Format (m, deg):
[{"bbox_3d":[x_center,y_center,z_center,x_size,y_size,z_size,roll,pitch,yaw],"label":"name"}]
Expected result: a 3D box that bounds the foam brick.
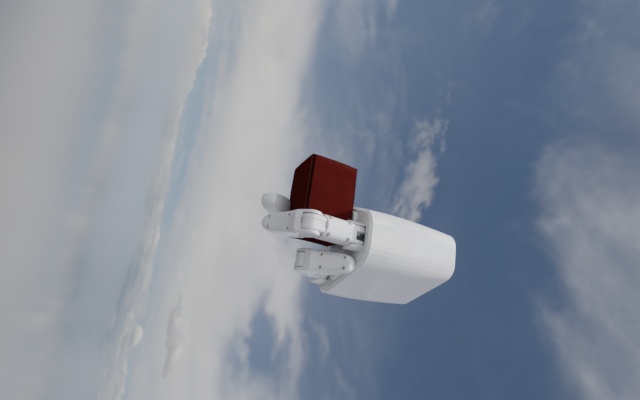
[{"bbox_3d":[0.000,0.001,0.488,0.051,0.078,0.053,15,-18,-21],"label":"foam brick"}]
